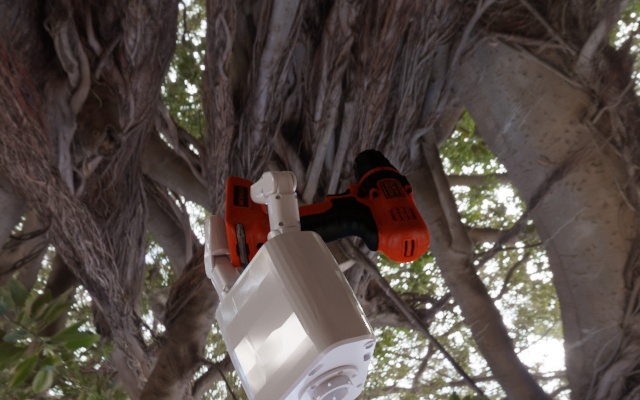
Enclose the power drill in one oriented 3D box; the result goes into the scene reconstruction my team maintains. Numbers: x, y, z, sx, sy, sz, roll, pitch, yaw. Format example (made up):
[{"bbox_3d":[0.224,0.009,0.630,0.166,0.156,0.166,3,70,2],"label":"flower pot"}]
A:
[{"bbox_3d":[0.000,0.002,0.488,0.187,0.057,0.184,-7,29,-4],"label":"power drill"}]
